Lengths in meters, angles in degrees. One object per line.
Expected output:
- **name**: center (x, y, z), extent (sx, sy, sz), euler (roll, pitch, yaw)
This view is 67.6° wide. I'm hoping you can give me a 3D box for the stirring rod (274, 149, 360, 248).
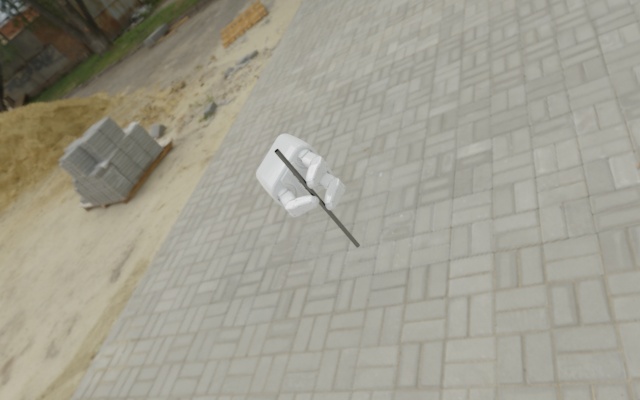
- **stirring rod**: center (0.000, 0.003, 0.779), extent (0.011, 0.011, 0.240), euler (0, -40, 46)
